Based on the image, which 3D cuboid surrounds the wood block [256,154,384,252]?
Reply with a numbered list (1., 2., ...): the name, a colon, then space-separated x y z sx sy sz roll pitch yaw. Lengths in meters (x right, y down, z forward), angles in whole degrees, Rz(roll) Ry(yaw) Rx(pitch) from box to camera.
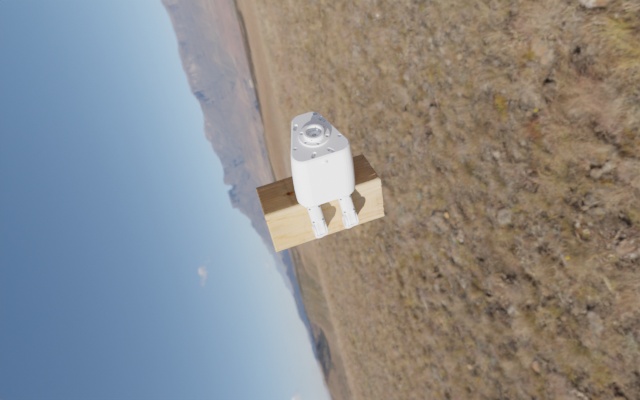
1. wood block: 0.000 0.002 0.859 0.206 0.090 0.090 -18 40 -7
